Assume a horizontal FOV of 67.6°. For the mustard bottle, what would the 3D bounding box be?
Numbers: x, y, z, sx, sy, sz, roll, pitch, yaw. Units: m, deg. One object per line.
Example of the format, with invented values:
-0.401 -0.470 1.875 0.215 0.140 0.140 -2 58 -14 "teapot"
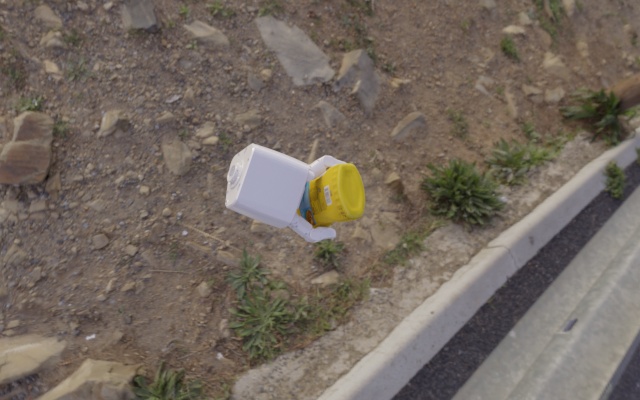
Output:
0.001 0.003 0.863 0.058 0.096 0.192 -5 -9 -35 "mustard bottle"
